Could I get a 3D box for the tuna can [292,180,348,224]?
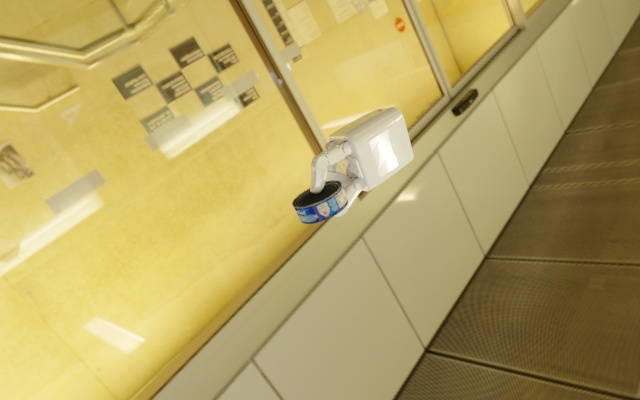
[{"bbox_3d":[0.000,0.003,0.762,0.086,0.034,0.086,-22,19,8],"label":"tuna can"}]
